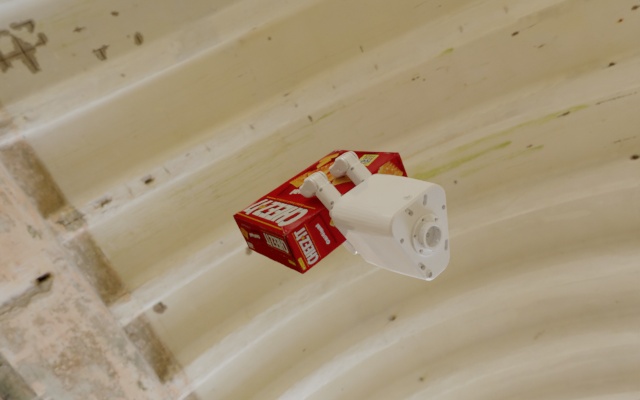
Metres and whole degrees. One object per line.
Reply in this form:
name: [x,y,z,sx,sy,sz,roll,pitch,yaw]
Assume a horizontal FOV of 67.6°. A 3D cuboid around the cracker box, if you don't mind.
cracker box: [0.000,0.002,0.704,0.213,0.072,0.164,-34,24,-25]
